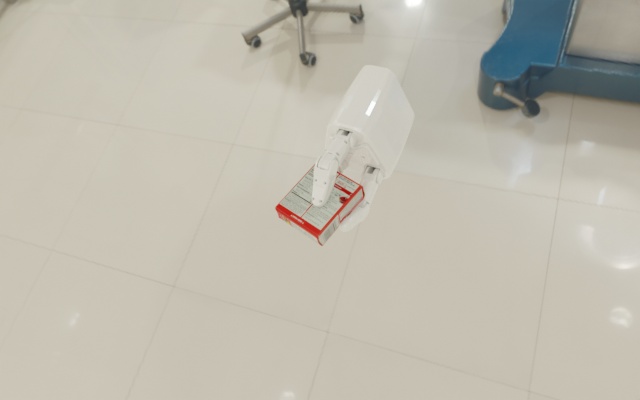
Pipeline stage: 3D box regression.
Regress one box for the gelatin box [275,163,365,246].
[{"bbox_3d":[0.000,0.002,0.594,0.073,0.089,0.030,31,-22,27],"label":"gelatin box"}]
